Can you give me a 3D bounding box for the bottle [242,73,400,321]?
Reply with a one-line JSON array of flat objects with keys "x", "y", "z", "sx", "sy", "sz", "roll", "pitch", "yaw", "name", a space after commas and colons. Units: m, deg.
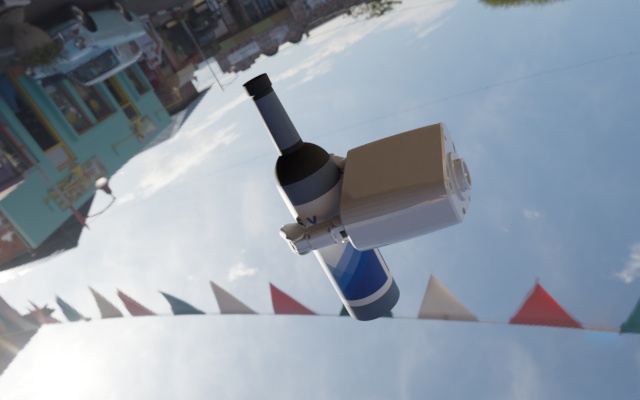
[{"x": 0.000, "y": 0.002, "z": 0.520, "sx": 0.069, "sy": 0.296, "sz": 0.069, "roll": -24, "pitch": 23, "yaw": 11, "name": "bottle"}]
